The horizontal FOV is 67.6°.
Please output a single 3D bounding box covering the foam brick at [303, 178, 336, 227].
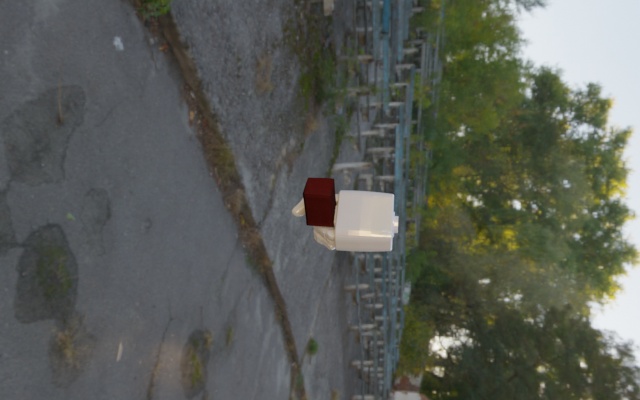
[{"bbox_3d":[0.000,0.003,0.883,0.051,0.078,0.053,3,41,10],"label":"foam brick"}]
